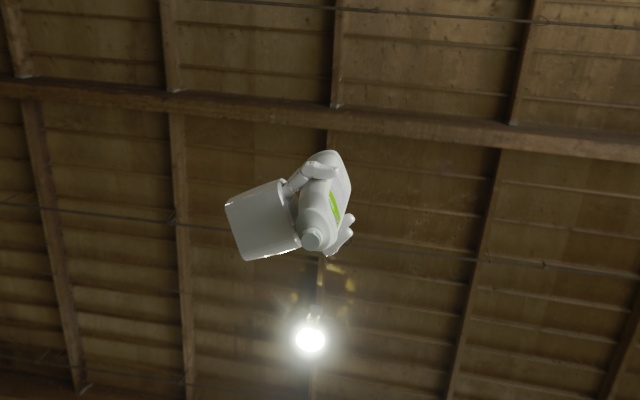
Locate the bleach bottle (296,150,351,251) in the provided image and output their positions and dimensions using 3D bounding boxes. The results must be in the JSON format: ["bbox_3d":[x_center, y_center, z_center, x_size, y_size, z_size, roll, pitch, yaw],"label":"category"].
[{"bbox_3d":[0.000,0.003,0.778,0.068,0.102,0.250,-18,19,16],"label":"bleach bottle"}]
